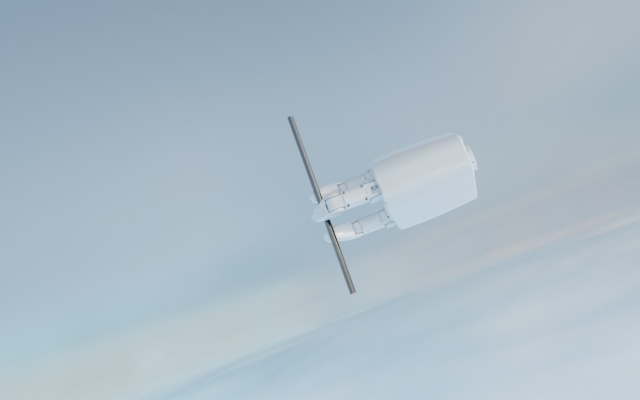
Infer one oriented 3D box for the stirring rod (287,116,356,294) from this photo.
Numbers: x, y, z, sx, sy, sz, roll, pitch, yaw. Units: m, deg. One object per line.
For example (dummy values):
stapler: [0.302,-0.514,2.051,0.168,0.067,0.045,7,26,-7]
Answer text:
stirring rod: [0.000,0.002,0.604,0.011,0.239,0.011,-19,-11,-4]
